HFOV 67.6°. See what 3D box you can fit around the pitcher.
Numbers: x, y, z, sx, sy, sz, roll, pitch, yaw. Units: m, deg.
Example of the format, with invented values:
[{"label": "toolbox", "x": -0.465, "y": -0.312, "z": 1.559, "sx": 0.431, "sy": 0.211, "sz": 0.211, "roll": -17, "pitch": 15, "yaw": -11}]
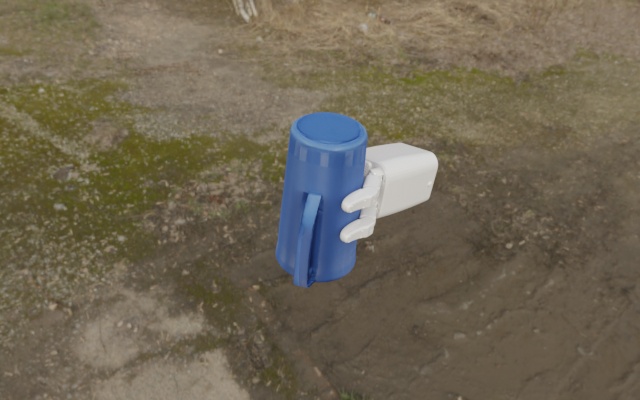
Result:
[{"label": "pitcher", "x": 0.000, "y": 0.002, "z": 0.716, "sx": 0.145, "sy": 0.243, "sz": 0.149, "roll": -15, "pitch": 41, "yaw": -26}]
